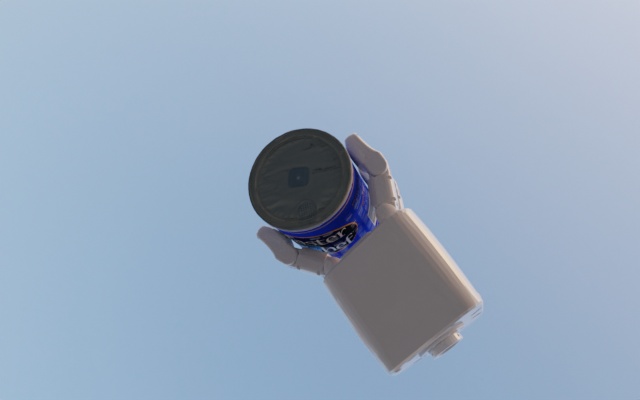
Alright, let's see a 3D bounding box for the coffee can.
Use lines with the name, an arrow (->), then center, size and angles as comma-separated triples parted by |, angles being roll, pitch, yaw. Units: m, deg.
coffee can -> 0.000, 0.002, 0.503 | 0.103, 0.102, 0.140 | 0, -20, 19
